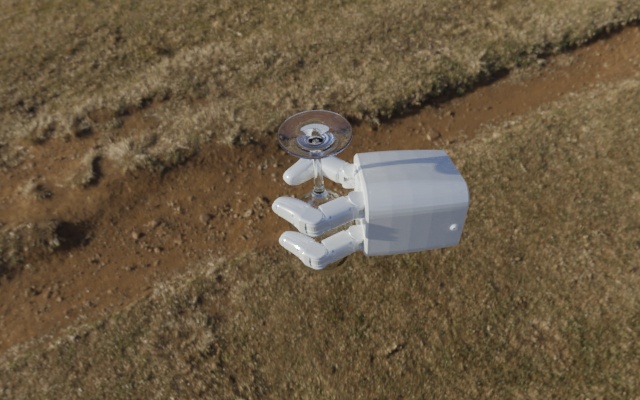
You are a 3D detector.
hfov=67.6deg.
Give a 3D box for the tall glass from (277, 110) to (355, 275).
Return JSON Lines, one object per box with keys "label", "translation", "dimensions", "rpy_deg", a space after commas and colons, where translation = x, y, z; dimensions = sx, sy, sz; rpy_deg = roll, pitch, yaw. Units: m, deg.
{"label": "tall glass", "translation": [0.000, 0.001, 0.538], "dimensions": [0.079, 0.079, 0.201], "rpy_deg": [0, -43, 4]}
